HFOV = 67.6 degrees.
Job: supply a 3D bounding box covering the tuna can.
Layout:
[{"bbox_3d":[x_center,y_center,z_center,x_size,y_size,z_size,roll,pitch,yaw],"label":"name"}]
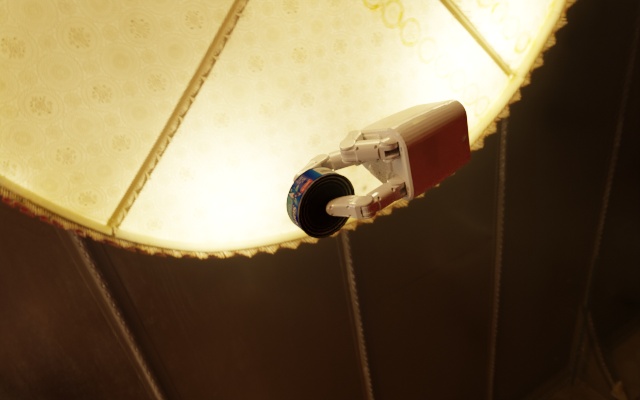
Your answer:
[{"bbox_3d":[0.000,0.002,0.597,0.086,0.086,0.033,0,21,-37],"label":"tuna can"}]
